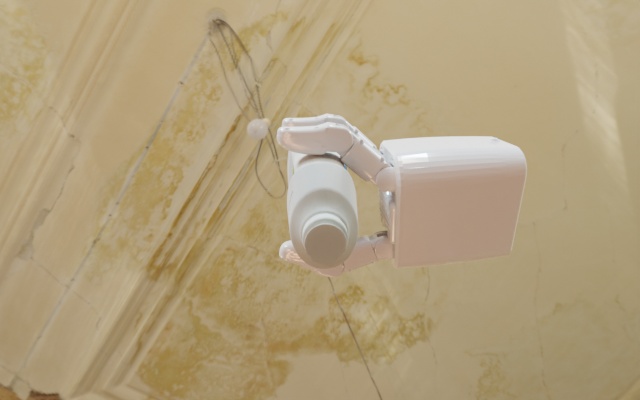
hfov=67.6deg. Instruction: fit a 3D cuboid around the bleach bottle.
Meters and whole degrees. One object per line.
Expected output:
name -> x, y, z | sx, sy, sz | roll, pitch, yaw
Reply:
bleach bottle -> 0.000, 0.001, 0.432 | 0.068, 0.102, 0.250 | -4, 17, -1
